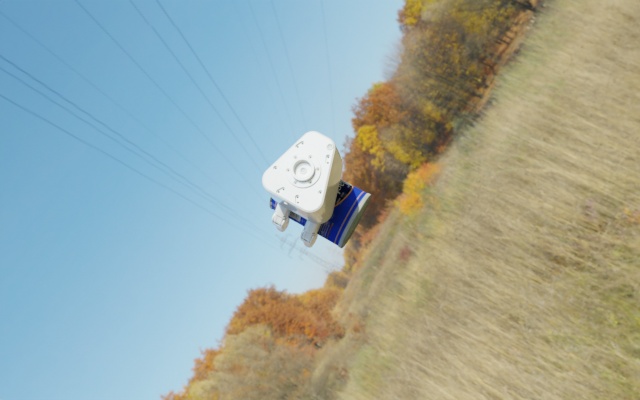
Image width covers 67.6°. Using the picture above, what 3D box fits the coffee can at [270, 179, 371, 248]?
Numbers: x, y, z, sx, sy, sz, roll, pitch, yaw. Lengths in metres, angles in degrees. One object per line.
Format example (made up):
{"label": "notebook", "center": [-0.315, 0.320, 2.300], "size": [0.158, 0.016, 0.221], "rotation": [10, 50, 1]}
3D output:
{"label": "coffee can", "center": [0.000, 0.003, 0.807], "size": [0.140, 0.103, 0.103], "rotation": [29, 5, 10]}
